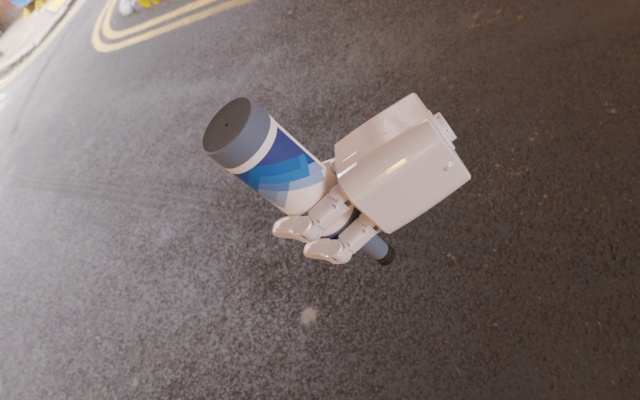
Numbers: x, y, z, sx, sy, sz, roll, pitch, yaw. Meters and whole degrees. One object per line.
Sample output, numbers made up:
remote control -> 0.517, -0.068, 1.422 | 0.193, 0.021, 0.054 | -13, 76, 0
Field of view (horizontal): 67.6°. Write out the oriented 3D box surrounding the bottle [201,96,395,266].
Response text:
bottle -> 0.000, 0.002, 0.534 | 0.069, 0.069, 0.296 | 0, -29, 43
